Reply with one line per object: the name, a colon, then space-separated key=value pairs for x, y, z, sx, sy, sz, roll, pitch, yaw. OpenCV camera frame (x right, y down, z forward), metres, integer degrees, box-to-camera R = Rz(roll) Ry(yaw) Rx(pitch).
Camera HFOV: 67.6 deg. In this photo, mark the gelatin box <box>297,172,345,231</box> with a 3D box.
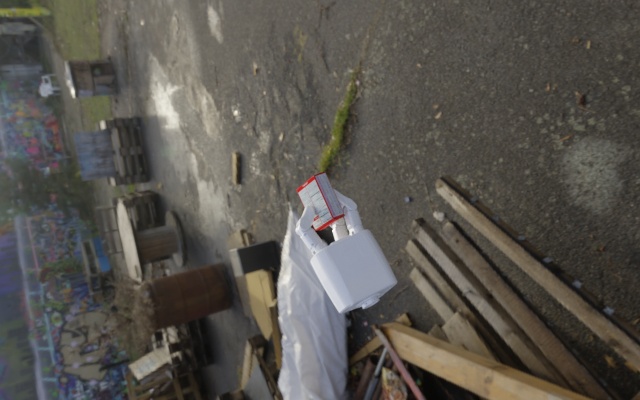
gelatin box: x=0.000 y=0.003 z=0.865 sx=0.030 sy=0.089 sz=0.073 roll=-21 pitch=-8 yaw=-33
